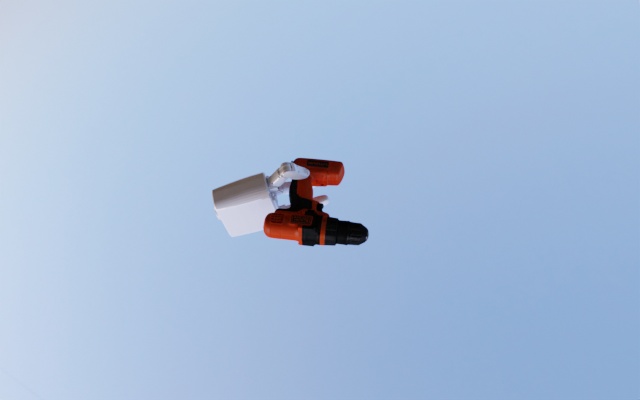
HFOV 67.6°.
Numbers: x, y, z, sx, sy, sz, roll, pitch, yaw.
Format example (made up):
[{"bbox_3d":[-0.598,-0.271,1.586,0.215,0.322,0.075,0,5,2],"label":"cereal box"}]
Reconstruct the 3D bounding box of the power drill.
[{"bbox_3d":[0.000,0.003,0.880,0.184,0.057,0.187,7,44,3],"label":"power drill"}]
